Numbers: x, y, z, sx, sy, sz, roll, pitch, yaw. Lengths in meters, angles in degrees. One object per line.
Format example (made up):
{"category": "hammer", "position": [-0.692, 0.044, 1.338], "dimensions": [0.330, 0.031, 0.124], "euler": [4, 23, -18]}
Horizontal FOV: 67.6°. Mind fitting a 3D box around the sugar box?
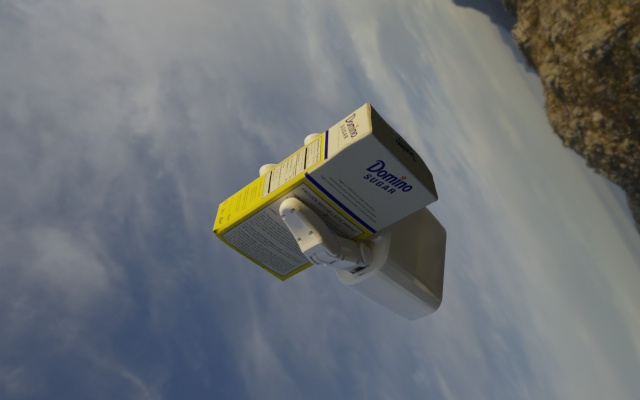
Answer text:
{"category": "sugar box", "position": [0.000, 0.001, 0.413], "dimensions": [0.176, 0.048, 0.093], "euler": [-32, -54, 27]}
